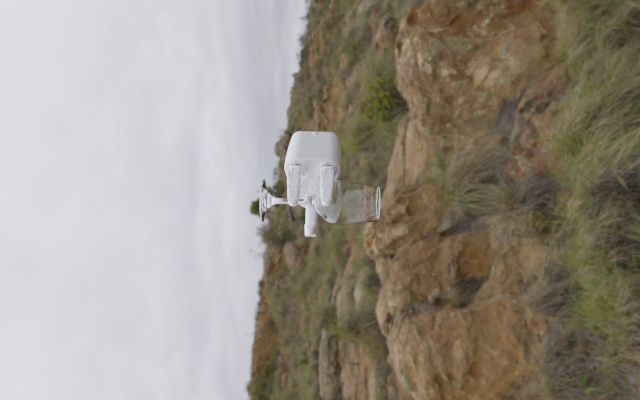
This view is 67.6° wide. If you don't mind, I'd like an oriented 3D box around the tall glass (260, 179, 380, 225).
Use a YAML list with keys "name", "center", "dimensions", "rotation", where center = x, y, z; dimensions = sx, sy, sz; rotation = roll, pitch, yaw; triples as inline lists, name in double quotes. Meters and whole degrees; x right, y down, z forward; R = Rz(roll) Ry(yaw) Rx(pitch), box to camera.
- name: "tall glass"
  center: [-0.001, 0.003, 0.824]
  dimensions: [0.201, 0.079, 0.079]
  rotation: [2, 0, 1]
